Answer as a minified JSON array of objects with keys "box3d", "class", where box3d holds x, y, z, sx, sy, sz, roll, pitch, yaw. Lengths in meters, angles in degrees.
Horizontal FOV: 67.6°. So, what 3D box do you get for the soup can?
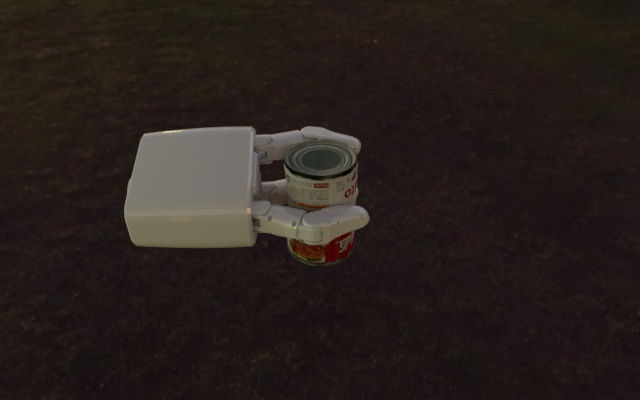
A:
[{"box3d":[0.001,0.001,0.451,0.068,0.102,0.068,0,36,0],"class":"soup can"}]
